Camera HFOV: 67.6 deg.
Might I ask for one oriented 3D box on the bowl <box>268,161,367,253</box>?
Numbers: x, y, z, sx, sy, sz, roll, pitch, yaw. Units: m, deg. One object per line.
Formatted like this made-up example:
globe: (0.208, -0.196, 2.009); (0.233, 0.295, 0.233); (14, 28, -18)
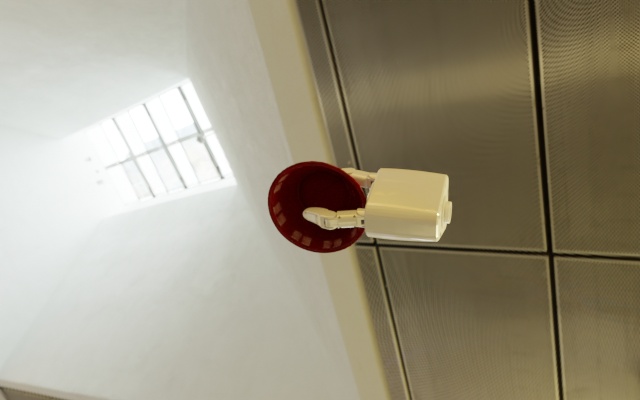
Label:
bowl: (-0.001, 0.002, 0.763); (0.162, 0.162, 0.055); (0, 27, 14)
